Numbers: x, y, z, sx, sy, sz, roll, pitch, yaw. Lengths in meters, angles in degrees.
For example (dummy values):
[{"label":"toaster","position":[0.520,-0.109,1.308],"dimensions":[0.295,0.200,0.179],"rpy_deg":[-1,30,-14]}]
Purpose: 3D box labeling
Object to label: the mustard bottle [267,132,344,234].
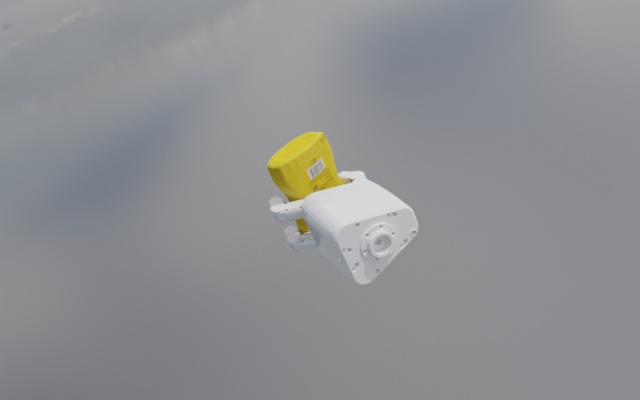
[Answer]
[{"label":"mustard bottle","position":[0.000,0.002,0.704],"dimensions":[0.058,0.192,0.096],"rpy_deg":[7,41,46]}]
